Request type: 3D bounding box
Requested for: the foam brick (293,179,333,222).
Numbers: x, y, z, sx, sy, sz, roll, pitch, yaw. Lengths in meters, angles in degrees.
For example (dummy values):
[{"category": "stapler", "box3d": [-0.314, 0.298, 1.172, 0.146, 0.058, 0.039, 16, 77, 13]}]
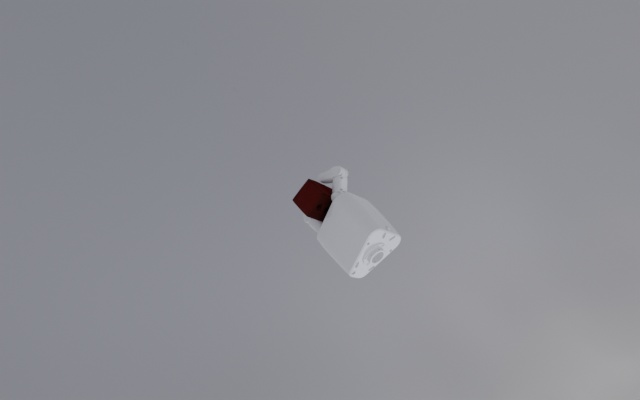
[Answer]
[{"category": "foam brick", "box3d": [0.000, 0.003, 0.876, 0.078, 0.053, 0.051, 20, 21, -47]}]
